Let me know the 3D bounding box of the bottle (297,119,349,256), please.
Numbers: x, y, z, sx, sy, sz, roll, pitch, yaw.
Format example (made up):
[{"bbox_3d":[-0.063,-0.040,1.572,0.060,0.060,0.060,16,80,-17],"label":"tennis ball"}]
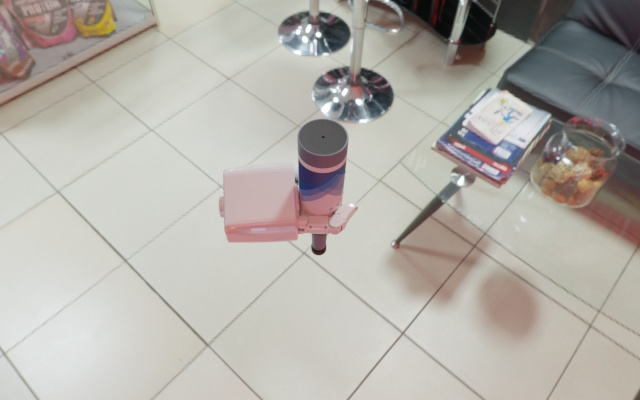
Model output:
[{"bbox_3d":[0.000,0.002,0.734,0.069,0.069,0.296,0,-35,-2],"label":"bottle"}]
